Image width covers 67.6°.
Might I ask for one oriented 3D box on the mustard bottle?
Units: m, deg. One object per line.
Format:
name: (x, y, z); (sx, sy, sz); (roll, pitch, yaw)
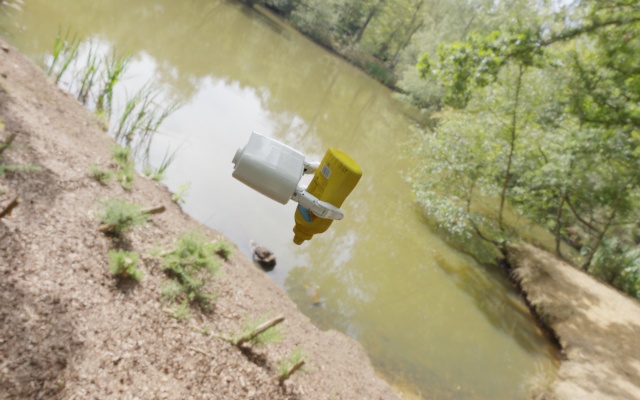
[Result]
mustard bottle: (0.001, 0.003, 0.886); (0.058, 0.192, 0.096); (18, 22, -35)
